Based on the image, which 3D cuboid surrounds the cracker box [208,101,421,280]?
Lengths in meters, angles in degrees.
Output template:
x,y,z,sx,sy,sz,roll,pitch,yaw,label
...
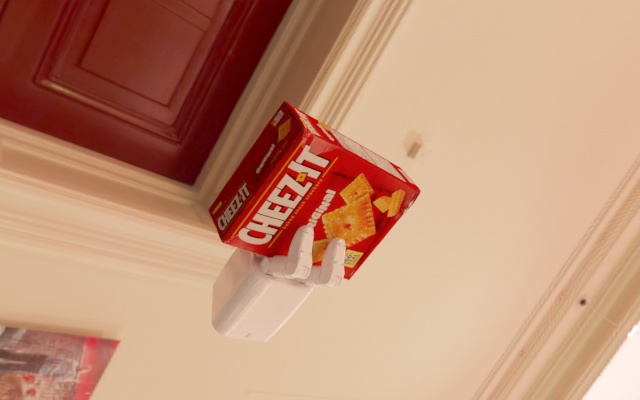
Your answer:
x,y,z,sx,sy,sz,roll,pitch,yaw,label
0.000,0.002,0.590,0.214,0.164,0.072,23,22,-40,cracker box
